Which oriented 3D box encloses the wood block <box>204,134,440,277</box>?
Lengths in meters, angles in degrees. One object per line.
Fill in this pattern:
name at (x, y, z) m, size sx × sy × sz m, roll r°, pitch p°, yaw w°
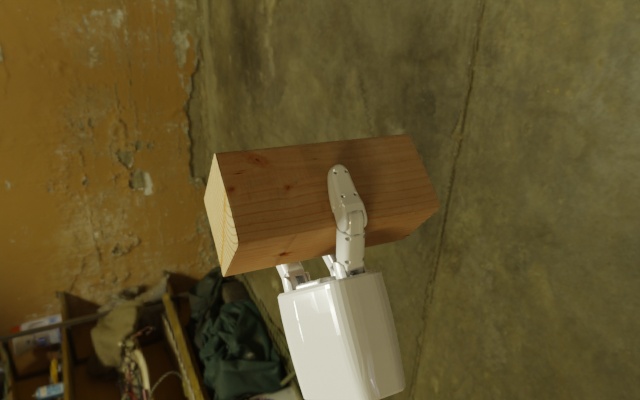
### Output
wood block at (0.000, 0.002, 0.478) m, size 0.206 × 0.090 × 0.091 m, roll -9°, pitch -23°, yaw -24°
